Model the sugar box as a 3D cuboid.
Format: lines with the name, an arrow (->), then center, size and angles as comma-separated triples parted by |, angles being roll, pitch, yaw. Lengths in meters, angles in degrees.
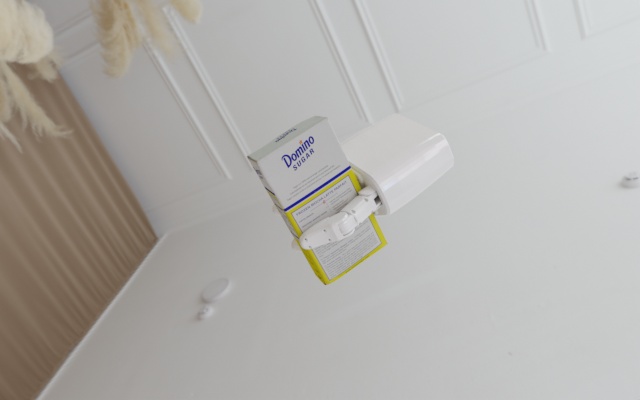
sugar box -> 0.000, 0.002, 0.546 | 0.093, 0.176, 0.048 | -33, 23, -13
